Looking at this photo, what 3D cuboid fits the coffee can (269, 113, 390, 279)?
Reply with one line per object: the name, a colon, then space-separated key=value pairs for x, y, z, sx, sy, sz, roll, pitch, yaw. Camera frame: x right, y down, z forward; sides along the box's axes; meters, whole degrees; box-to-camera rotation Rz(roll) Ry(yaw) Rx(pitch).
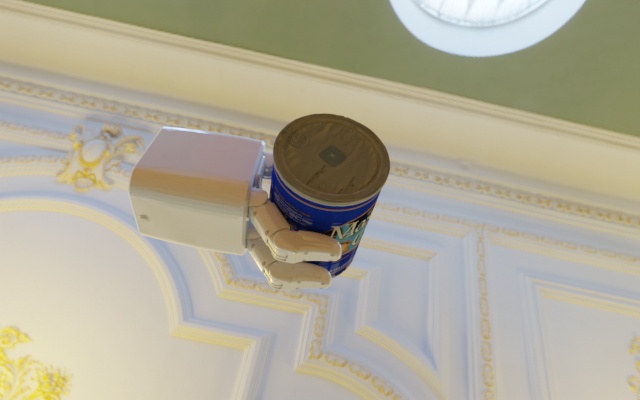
coffee can: x=0.000 y=0.001 z=0.466 sx=0.103 sy=0.102 sz=0.140 roll=0 pitch=-36 yaw=-11
